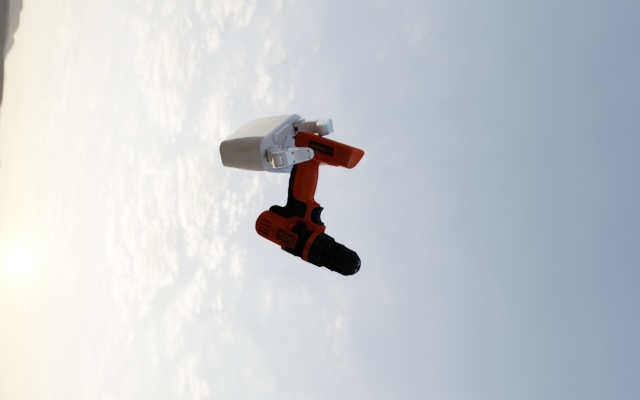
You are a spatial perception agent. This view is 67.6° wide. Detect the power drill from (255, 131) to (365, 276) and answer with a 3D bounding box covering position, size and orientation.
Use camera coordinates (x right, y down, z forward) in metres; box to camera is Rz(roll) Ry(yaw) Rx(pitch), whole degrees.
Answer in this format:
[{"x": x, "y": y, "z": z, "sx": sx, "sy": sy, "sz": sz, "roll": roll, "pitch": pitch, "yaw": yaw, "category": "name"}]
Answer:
[{"x": 0.000, "y": 0.002, "z": 0.716, "sx": 0.184, "sy": 0.188, "sz": 0.057, "roll": 23, "pitch": 9, "yaw": 23, "category": "power drill"}]
